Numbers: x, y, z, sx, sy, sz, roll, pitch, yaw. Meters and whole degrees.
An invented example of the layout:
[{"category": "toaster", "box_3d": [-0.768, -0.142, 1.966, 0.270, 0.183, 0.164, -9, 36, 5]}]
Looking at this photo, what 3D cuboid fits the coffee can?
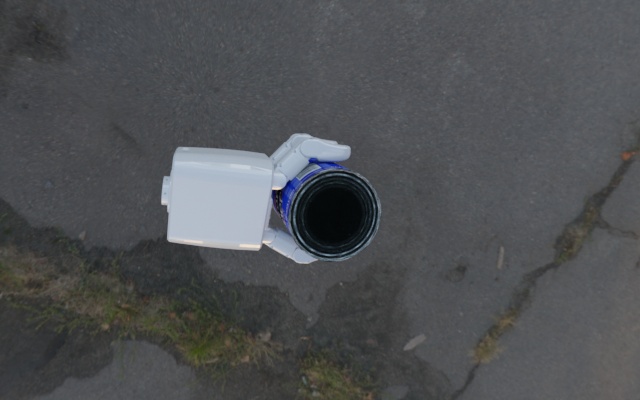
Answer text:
[{"category": "coffee can", "box_3d": [0.000, 0.002, 0.571, 0.103, 0.103, 0.140, 0, 12, -14]}]
